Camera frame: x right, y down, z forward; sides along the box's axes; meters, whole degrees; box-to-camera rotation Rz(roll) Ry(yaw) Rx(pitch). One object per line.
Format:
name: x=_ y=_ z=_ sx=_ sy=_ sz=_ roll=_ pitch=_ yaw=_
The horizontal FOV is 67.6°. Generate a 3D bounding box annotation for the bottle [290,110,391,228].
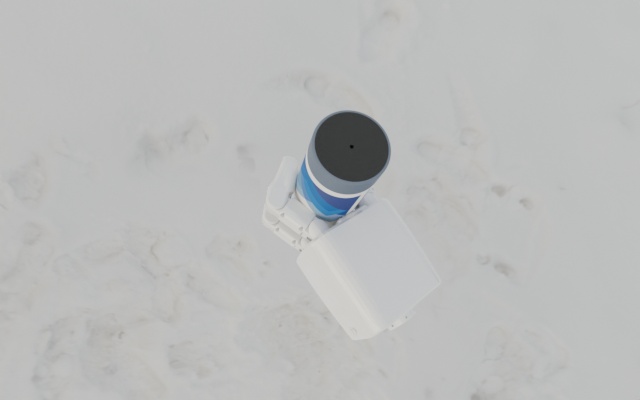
bottle: x=0.000 y=0.002 z=0.524 sx=0.069 sy=0.069 sz=0.296 roll=0 pitch=-18 yaw=-10
